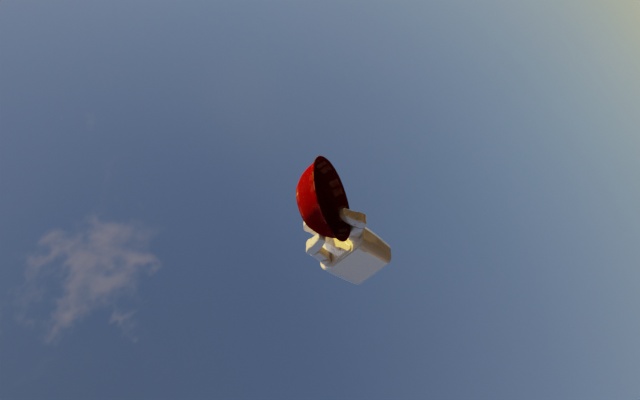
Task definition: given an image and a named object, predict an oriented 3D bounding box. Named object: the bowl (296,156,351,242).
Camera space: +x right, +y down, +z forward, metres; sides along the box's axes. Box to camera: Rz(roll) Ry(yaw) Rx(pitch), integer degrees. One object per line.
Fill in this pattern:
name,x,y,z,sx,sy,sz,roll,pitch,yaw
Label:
bowl,-0.001,0.002,0.872,0.055,0.162,0.162,-16,-6,20
